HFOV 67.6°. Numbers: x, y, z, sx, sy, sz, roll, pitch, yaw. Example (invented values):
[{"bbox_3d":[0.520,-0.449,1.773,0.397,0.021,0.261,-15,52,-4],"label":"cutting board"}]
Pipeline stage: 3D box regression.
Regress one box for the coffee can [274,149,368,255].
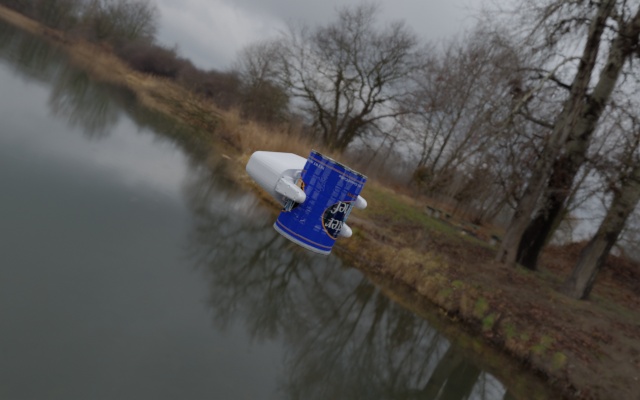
[{"bbox_3d":[0.000,0.003,0.774,0.103,0.140,0.103,27,6,-3],"label":"coffee can"}]
